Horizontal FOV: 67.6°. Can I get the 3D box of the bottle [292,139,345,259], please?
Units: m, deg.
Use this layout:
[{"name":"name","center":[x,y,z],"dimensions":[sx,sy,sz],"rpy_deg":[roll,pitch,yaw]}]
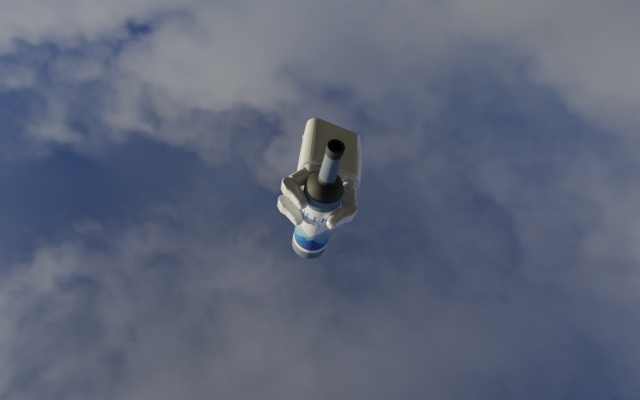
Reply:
[{"name":"bottle","center":[0.000,0.003,0.811],"dimensions":[0.069,0.069,0.296],"rpy_deg":[0,-34,-11]}]
